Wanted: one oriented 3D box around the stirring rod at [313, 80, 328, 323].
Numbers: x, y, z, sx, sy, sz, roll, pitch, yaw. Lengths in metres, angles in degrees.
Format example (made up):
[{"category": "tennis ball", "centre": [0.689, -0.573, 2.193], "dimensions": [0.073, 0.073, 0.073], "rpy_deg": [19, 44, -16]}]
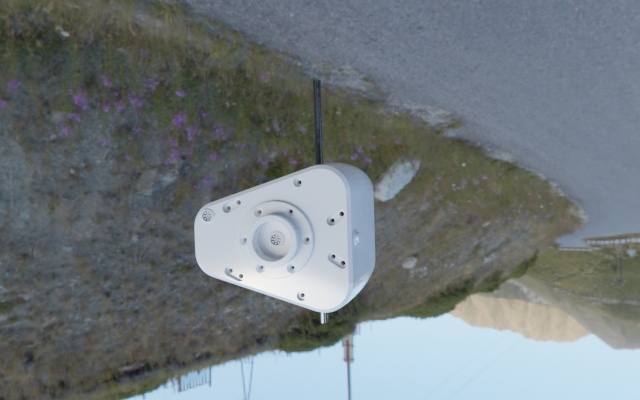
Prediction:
[{"category": "stirring rod", "centre": [0.000, 0.001, 0.475], "dimensions": [0.011, 0.239, 0.011], "rpy_deg": [-2, 1, 0]}]
